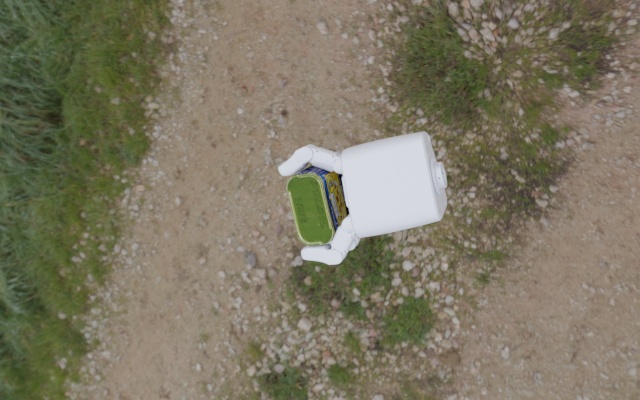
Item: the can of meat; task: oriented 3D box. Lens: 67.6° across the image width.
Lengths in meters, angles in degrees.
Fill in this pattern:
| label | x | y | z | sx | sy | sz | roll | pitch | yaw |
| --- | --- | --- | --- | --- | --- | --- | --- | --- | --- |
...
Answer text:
| label | x | y | z | sx | sy | sz | roll | pitch | yaw |
| --- | --- | --- | --- | --- | --- | --- | --- | --- | --- |
| can of meat | 0.000 | 0.002 | 0.644 | 0.057 | 0.102 | 0.084 | -9 | 12 | 22 |
